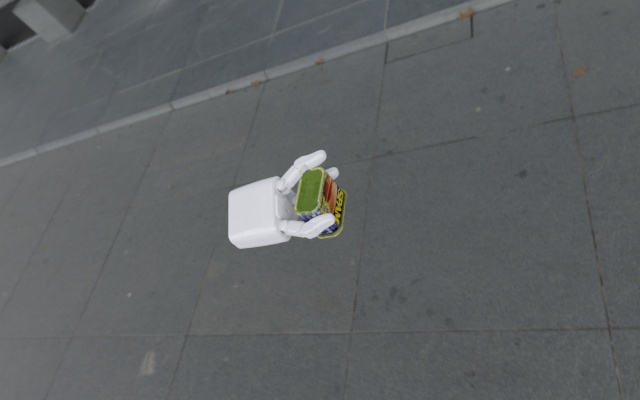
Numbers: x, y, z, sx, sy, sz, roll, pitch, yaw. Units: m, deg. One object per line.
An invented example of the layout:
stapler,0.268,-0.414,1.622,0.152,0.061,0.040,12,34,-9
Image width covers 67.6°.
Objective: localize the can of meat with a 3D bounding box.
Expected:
can of meat,0.000,0.003,0.852,0.057,0.102,0.084,-10,-37,29
